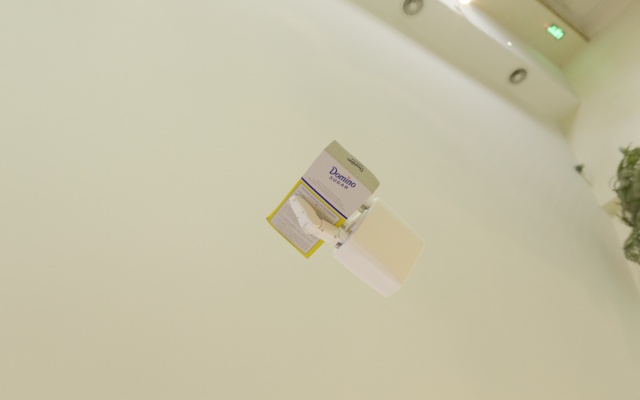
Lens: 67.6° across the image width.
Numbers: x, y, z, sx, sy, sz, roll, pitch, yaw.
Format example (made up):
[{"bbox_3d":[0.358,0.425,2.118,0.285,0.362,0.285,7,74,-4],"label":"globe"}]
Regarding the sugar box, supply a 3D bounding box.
[{"bbox_3d":[0.000,0.002,0.714,0.176,0.093,0.048,-47,1,36],"label":"sugar box"}]
